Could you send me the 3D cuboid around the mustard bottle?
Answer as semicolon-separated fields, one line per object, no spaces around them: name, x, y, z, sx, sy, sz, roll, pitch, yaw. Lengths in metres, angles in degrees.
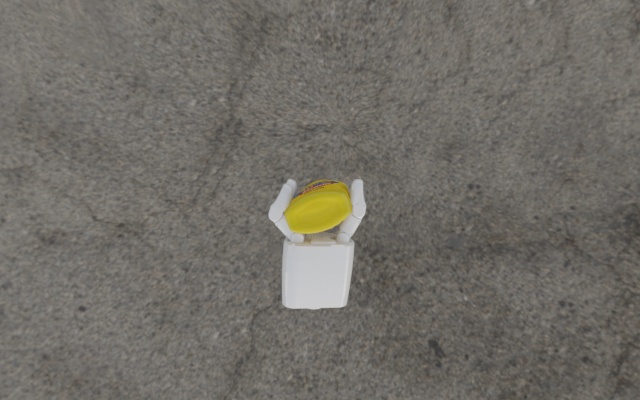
mustard bottle;0.000;0.002;0.765;0.096;0.058;0.191;-20;8;5
